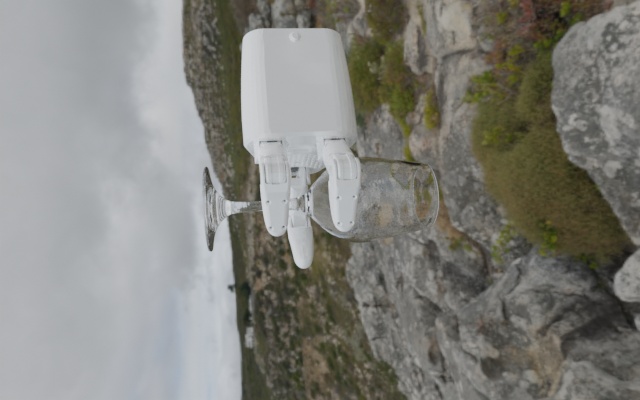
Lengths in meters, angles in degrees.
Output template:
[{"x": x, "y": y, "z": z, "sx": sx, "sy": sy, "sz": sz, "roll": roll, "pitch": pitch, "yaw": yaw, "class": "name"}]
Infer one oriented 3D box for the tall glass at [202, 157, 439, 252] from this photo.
[{"x": -0.001, "y": 0.002, "z": 0.430, "sx": 0.201, "sy": 0.079, "sz": 0.079, "roll": -3, "pitch": 0, "yaw": -9, "class": "tall glass"}]
